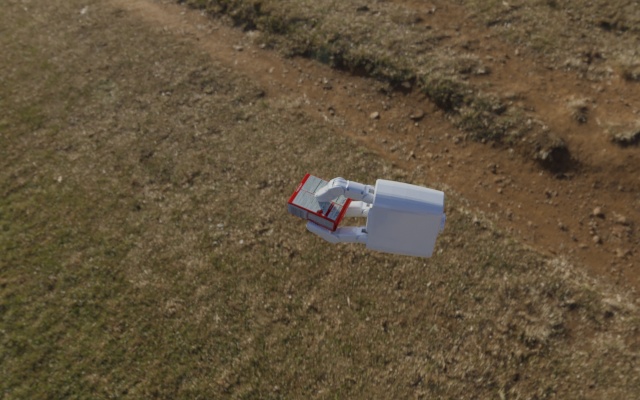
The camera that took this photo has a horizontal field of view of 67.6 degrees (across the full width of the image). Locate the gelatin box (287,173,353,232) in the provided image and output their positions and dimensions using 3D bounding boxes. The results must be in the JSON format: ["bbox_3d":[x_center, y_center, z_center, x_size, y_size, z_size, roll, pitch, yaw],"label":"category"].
[{"bbox_3d":[0.000,0.002,0.783,0.089,0.073,0.030,22,-36,12],"label":"gelatin box"}]
